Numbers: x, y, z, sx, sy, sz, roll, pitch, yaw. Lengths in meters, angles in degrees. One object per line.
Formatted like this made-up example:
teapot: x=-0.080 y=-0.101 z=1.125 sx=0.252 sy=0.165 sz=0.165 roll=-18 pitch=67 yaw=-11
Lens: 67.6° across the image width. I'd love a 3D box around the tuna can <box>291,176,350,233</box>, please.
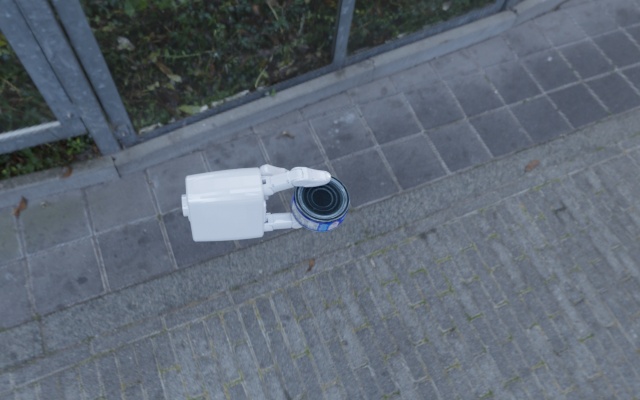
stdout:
tuna can: x=0.000 y=0.002 z=0.710 sx=0.086 sy=0.086 sz=0.034 roll=0 pitch=-29 yaw=-12
